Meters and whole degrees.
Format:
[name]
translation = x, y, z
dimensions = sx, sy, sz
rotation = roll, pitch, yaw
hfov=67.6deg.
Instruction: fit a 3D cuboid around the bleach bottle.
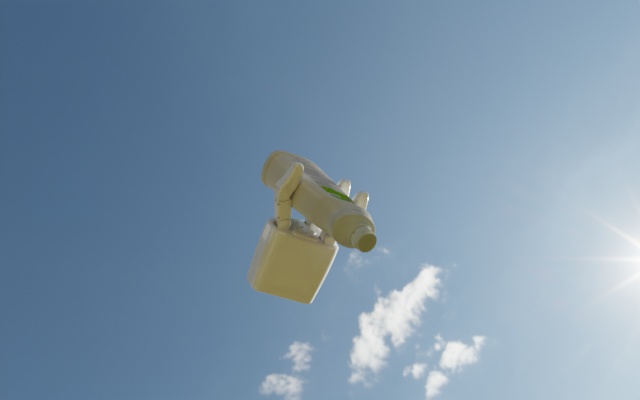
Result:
[bleach bottle]
translation = 0.000, 0.002, 0.710
dimensions = 0.102, 0.068, 0.250
rotation = 16, 16, -33
